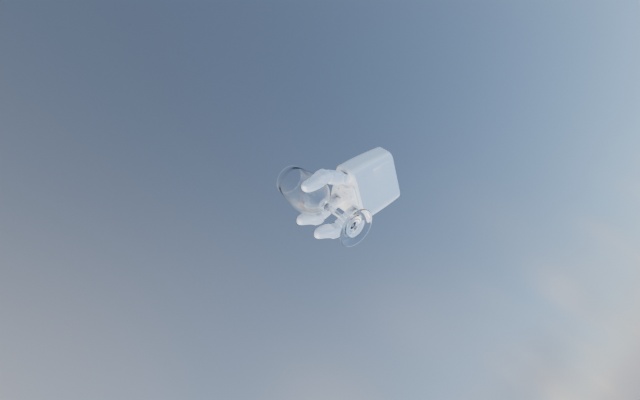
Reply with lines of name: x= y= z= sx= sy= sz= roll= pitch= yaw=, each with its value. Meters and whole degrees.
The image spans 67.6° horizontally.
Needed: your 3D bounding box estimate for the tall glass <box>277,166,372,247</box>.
tall glass: x=0.000 y=0.003 z=0.882 sx=0.079 sy=0.079 sz=0.201 roll=0 pitch=26 yaw=-45
